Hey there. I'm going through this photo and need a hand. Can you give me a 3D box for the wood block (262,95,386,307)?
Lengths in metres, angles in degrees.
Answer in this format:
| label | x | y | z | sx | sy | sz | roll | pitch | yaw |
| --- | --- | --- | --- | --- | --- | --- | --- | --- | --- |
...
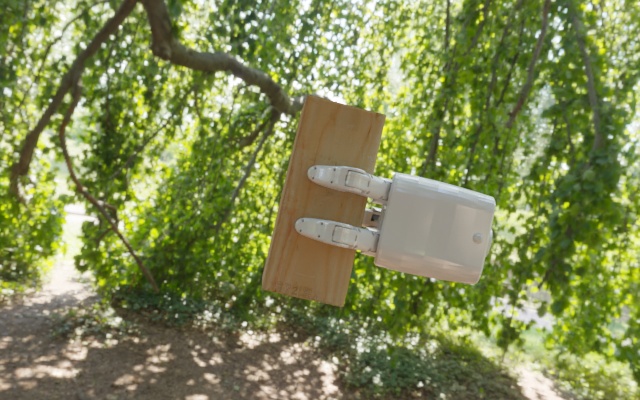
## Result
| label | x | y | z | sx | sy | sz | roll | pitch | yaw |
| --- | --- | --- | --- | --- | --- | --- | --- | --- | --- |
| wood block | 0.000 | 0.002 | 0.536 | 0.090 | 0.206 | 0.091 | 13 | -3 | -5 |
